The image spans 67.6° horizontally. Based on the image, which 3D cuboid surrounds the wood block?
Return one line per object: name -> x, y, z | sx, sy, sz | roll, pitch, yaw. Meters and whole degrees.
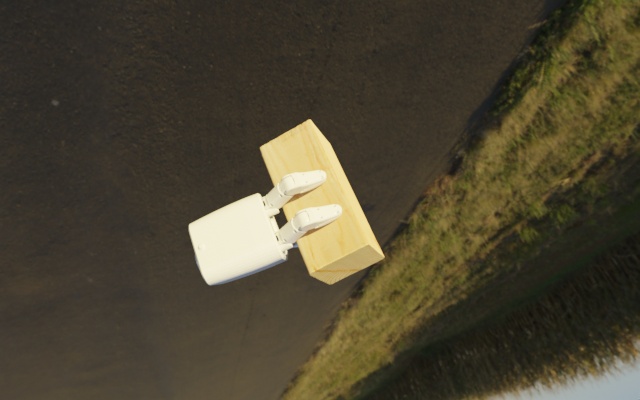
wood block -> 0.000, 0.003, 0.681 | 0.090, 0.206, 0.091 | -28, -25, 9
